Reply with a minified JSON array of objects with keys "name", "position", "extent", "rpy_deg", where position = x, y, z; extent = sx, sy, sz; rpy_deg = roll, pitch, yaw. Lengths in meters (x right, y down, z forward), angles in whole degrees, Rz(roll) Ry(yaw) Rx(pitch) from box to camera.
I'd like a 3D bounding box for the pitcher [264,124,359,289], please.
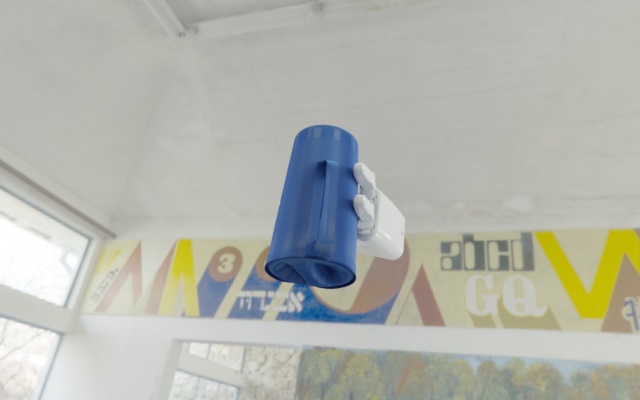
[{"name":"pitcher","position":[0.000,0.002,0.731],"extent":[0.149,0.242,0.145],"rpy_deg":[-13,-33,34]}]
